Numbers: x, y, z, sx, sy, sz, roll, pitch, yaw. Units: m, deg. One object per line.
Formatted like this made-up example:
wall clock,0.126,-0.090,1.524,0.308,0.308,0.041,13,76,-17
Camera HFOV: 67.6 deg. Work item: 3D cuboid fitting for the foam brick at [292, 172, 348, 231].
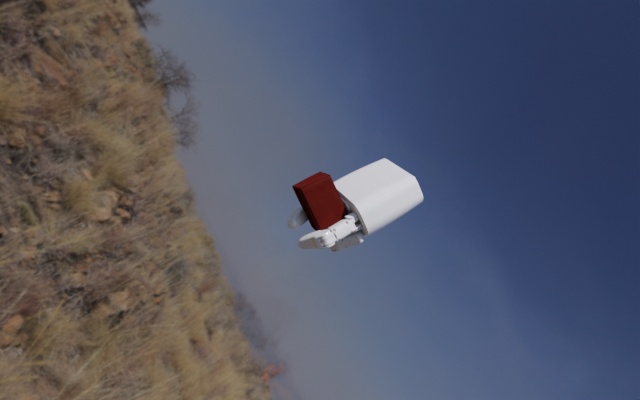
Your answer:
foam brick,0.000,0.002,0.719,0.051,0.078,0.053,-28,16,-10
